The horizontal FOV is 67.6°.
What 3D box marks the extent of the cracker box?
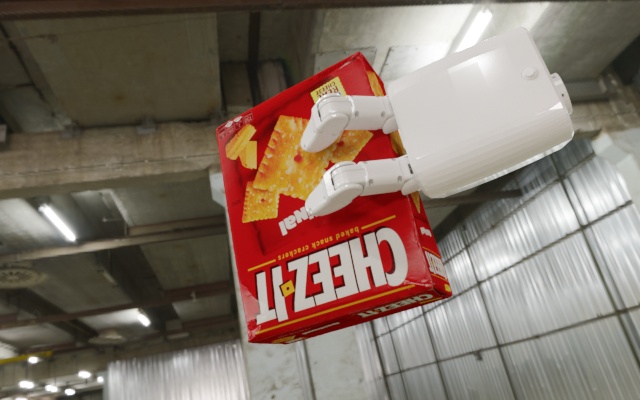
[{"bbox_3d":[0.000,0.001,0.423,0.164,0.213,0.072,-22,-24,21],"label":"cracker box"}]
